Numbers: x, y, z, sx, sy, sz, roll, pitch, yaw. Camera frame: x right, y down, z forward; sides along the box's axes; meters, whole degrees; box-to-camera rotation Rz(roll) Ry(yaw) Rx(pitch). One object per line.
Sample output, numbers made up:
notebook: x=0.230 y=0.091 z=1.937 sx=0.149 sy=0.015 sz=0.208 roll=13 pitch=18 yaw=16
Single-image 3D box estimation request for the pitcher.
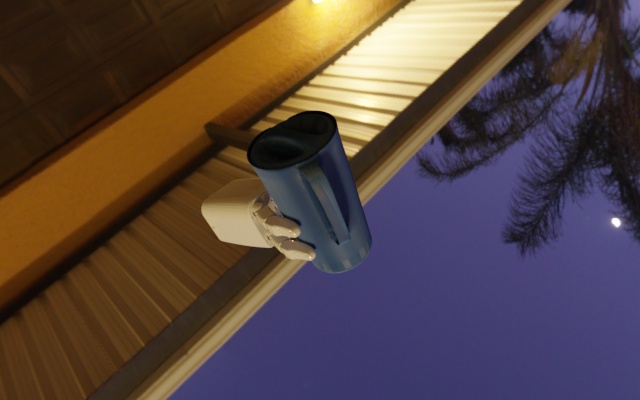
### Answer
pitcher: x=0.000 y=0.002 z=0.716 sx=0.145 sy=0.243 sz=0.149 roll=1 pitch=44 yaw=30
